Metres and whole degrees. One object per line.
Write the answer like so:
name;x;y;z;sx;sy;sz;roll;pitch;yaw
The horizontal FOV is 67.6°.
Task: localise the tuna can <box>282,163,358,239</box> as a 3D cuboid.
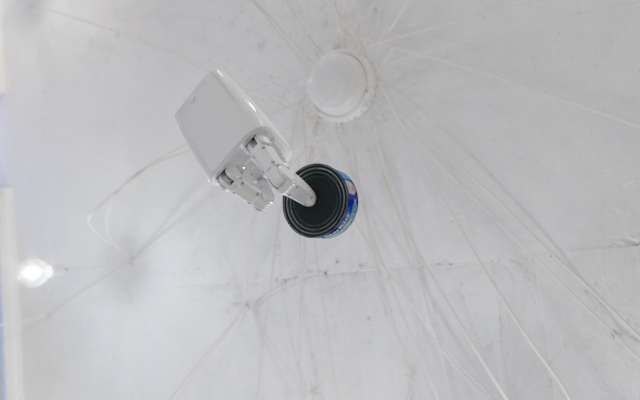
tuna can;0.000;0.002;0.555;0.086;0.086;0.034;0;-7;29
